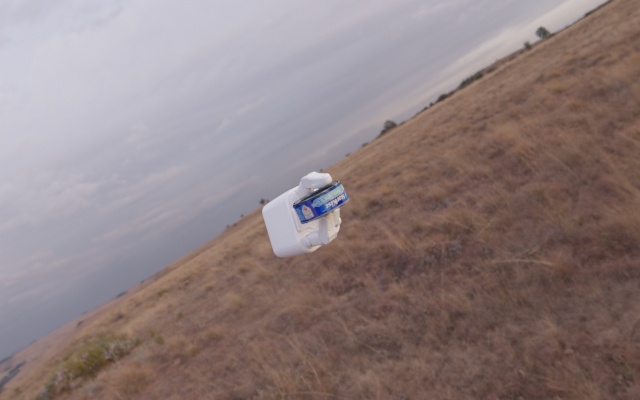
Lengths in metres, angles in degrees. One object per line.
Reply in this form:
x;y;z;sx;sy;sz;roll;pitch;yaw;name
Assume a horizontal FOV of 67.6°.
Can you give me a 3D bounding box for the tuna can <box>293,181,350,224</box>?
0.000;0.002;0.746;0.086;0.034;0.086;-26;6;3;tuna can
